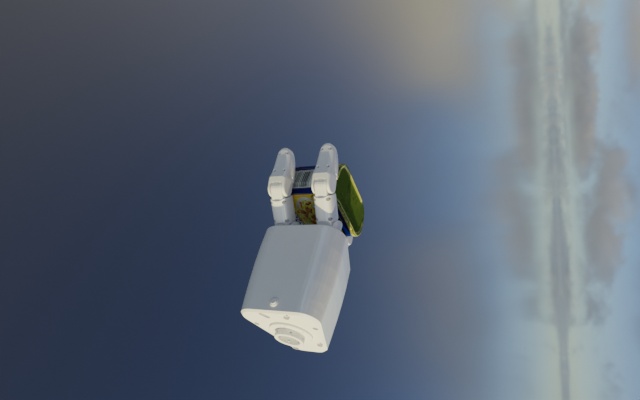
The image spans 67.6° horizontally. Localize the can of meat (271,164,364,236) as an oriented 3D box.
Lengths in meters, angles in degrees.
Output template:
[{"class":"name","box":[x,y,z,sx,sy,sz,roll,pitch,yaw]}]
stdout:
[{"class":"can of meat","box":[0.000,0.002,0.589,0.084,0.057,0.102,-2,-42,27]}]
